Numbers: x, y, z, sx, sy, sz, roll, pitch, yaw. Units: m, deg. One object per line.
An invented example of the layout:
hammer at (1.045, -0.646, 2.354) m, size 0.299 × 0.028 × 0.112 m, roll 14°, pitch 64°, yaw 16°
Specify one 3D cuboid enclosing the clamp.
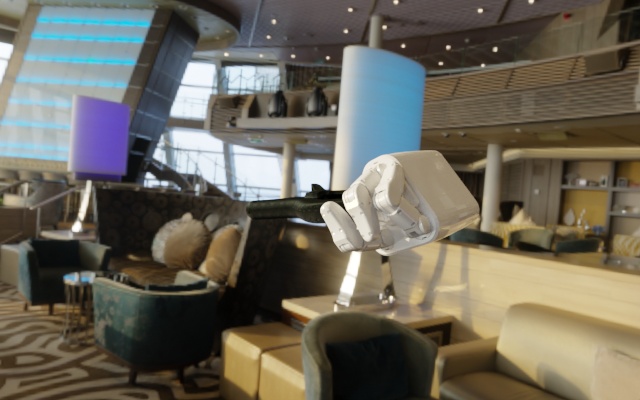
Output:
clamp at (0.000, 0.001, 0.602) m, size 0.171 × 0.039 × 0.120 m, roll 5°, pitch 24°, yaw 43°
